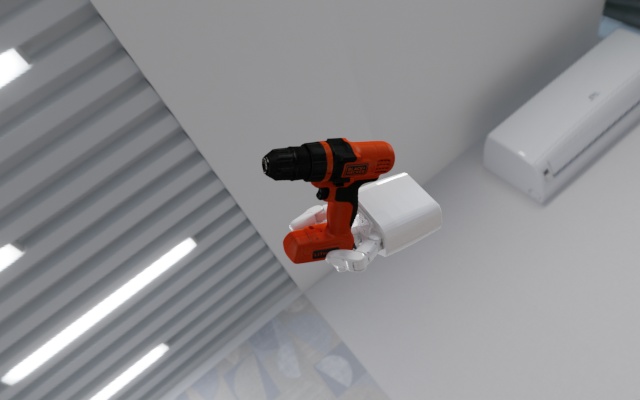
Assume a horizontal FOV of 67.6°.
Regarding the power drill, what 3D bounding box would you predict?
[{"bbox_3d":[0.000,0.002,0.654,0.184,0.188,0.057,-5,42,-24],"label":"power drill"}]
